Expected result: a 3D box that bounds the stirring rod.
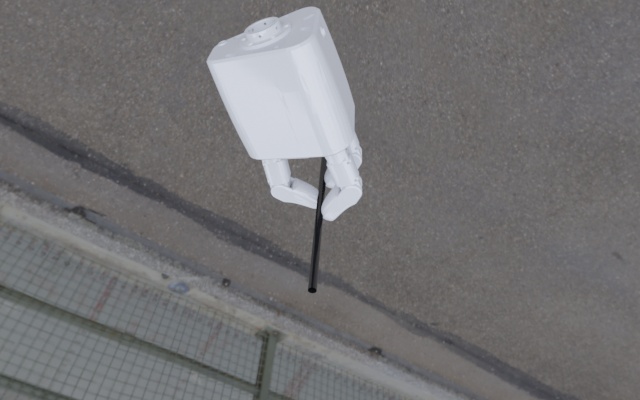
[{"bbox_3d":[0.000,0.002,0.514,0.011,0.011,0.239,0,41,5],"label":"stirring rod"}]
